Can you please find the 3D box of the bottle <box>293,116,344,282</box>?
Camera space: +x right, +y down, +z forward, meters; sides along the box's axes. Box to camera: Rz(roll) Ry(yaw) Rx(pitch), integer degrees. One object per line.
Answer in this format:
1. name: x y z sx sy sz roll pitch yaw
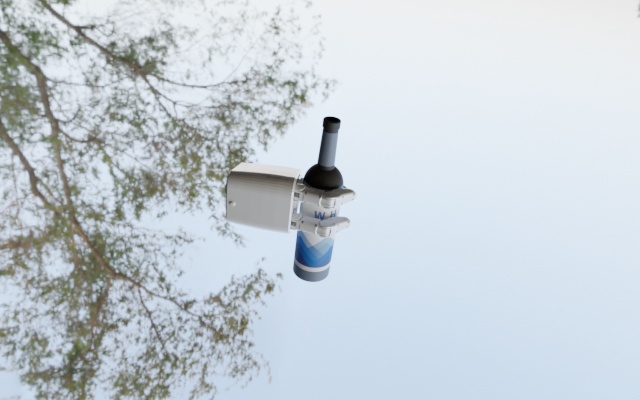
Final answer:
1. bottle: 0.000 0.003 0.793 0.069 0.296 0.069 6 32 -4
